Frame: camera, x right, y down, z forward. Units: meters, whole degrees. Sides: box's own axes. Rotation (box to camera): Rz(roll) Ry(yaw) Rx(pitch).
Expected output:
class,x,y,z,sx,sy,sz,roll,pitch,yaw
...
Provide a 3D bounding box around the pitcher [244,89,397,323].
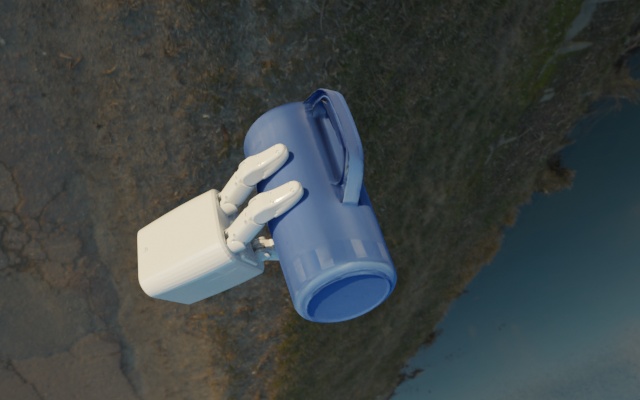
class,x,y,z,sx,sy,sz,roll,pitch,yaw
pitcher,0.000,0.002,0.539,0.145,0.242,0.149,-25,-39,6
